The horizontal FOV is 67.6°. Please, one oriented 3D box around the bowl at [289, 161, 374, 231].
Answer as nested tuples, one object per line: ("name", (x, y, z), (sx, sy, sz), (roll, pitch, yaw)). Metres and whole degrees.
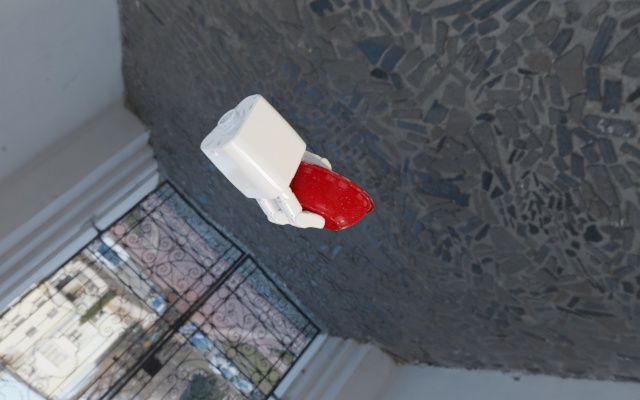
("bowl", (0.001, 0.004, 0.753), (0.162, 0.055, 0.162), (23, -16, 7))
